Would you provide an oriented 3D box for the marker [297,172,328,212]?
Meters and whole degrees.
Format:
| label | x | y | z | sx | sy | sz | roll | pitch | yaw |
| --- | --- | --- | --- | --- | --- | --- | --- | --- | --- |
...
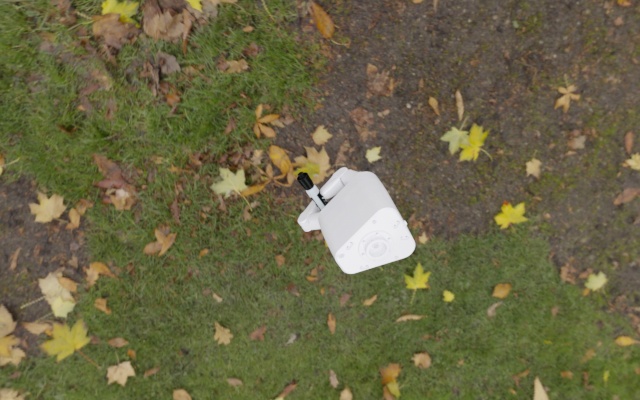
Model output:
| label | x | y | z | sx | sy | sz | roll | pitch | yaw |
| --- | --- | --- | --- | --- | --- | --- | --- | --- | --- |
| marker | 0.000 | 0.002 | 0.737 | 0.020 | 0.020 | 0.121 | 0 | -44 | 44 |
